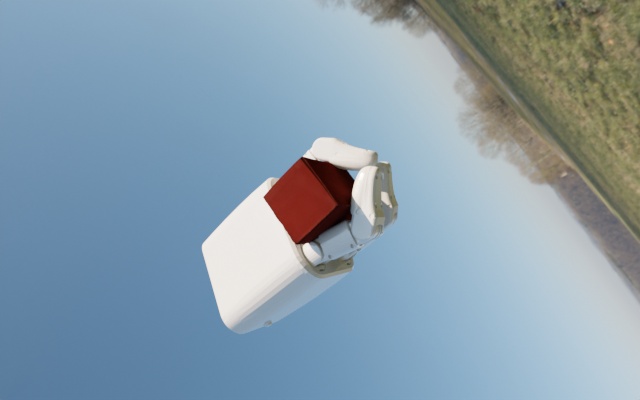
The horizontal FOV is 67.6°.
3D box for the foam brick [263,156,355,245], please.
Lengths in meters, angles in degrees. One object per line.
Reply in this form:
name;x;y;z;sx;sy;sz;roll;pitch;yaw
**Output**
foam brick;0.000;0.001;0.411;0.051;0.053;0.078;-43;-20;20
